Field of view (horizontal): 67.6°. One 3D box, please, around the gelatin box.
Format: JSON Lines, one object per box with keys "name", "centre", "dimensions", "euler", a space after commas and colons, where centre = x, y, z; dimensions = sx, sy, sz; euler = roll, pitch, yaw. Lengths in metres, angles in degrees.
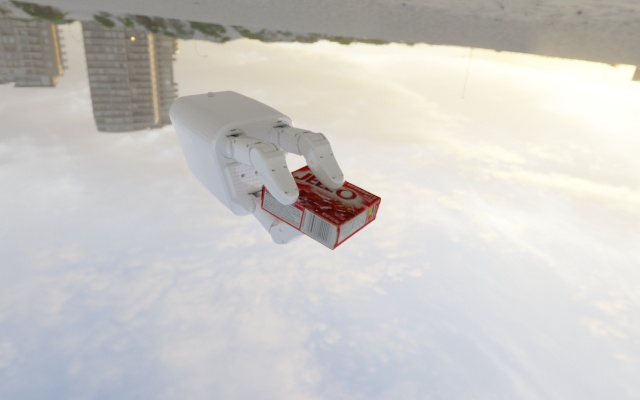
{"name": "gelatin box", "centre": [0.000, 0.002, 0.449], "dimensions": [0.089, 0.030, 0.073], "euler": [28, 35, 26]}
